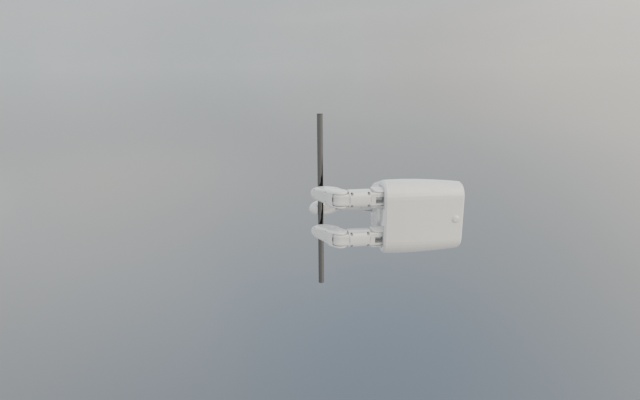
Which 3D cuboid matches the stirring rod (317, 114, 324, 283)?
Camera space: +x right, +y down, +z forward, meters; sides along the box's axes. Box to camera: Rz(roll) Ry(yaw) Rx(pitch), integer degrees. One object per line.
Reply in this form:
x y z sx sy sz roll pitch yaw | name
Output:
0.000 0.002 0.659 0.011 0.239 0.011 -1 16 0 | stirring rod
